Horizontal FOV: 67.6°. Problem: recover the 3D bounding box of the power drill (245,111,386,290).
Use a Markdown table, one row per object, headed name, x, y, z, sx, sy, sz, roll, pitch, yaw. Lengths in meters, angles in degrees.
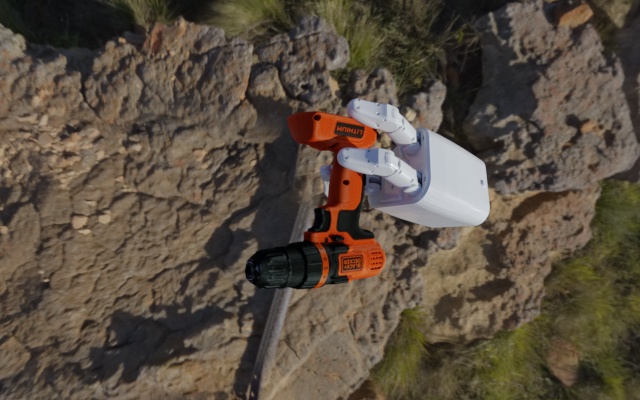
| name | x | y | z | sx | sy | sz | roll | pitch | yaw |
| --- | --- | --- | --- | --- | --- | --- | --- | --- | --- |
| power drill | 0.000 | 0.001 | 0.523 | 0.184 | 0.187 | 0.057 | 1 | 2 | -43 |
